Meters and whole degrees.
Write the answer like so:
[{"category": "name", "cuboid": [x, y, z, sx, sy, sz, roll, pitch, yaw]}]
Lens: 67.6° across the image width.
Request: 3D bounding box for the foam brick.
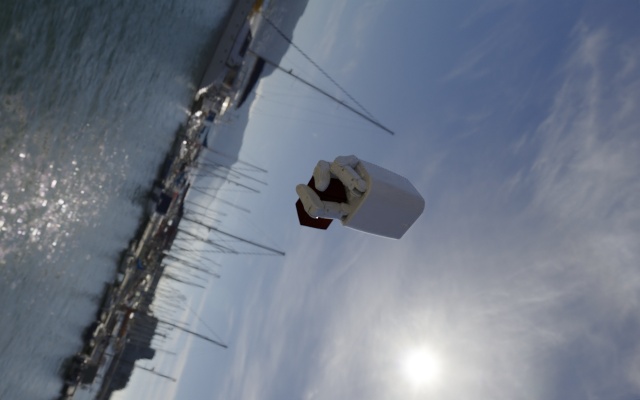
[{"category": "foam brick", "cuboid": [0.000, 0.003, 0.786, 0.051, 0.053, 0.078, 12, -48, -26]}]
